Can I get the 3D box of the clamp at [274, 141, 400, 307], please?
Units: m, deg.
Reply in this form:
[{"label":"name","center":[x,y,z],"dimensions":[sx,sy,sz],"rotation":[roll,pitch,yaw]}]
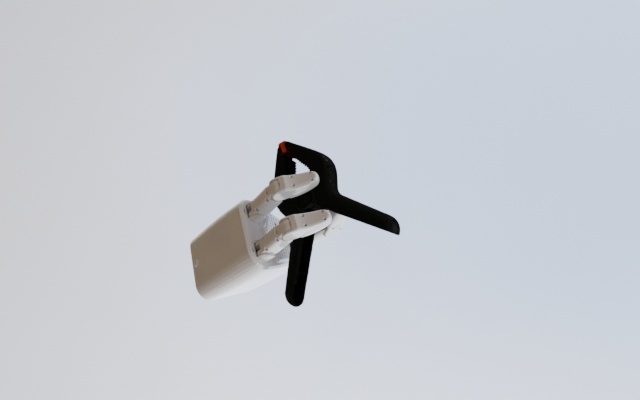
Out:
[{"label":"clamp","center":[0.000,0.002,0.584],"dimensions":[0.164,0.209,0.036],"rotation":[-32,-32,24]}]
